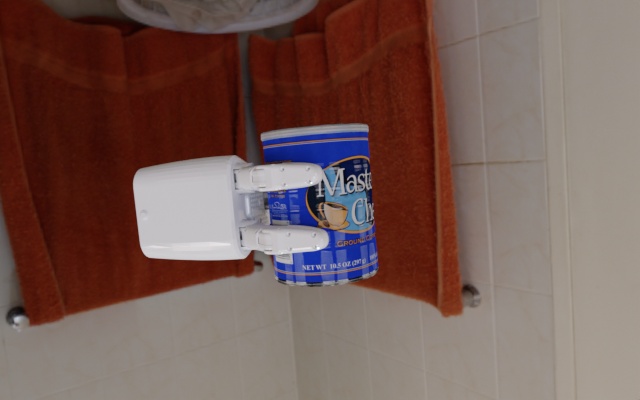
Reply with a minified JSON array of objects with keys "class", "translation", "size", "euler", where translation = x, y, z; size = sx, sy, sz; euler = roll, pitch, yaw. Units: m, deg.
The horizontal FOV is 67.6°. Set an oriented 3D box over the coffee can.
[{"class":"coffee can","translation":[0.000,0.001,0.462],"size":[0.103,0.140,0.103],"euler":[-5,5,0]}]
